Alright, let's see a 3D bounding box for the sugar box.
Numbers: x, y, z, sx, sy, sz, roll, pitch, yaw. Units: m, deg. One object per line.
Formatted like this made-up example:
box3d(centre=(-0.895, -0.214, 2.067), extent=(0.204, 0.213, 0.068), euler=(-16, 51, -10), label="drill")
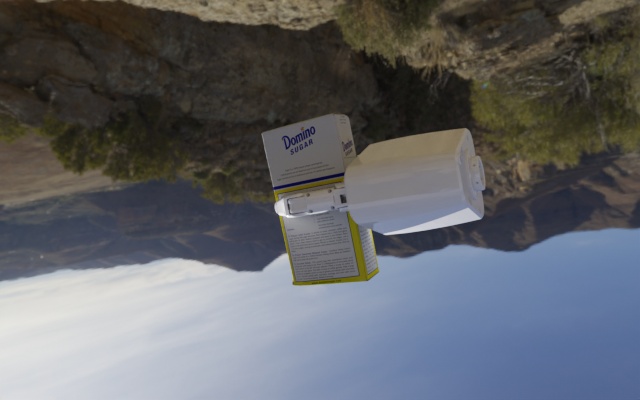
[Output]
box3d(centre=(0.000, 0.002, 0.521), extent=(0.093, 0.176, 0.048), euler=(-9, 1, 27), label="sugar box")
